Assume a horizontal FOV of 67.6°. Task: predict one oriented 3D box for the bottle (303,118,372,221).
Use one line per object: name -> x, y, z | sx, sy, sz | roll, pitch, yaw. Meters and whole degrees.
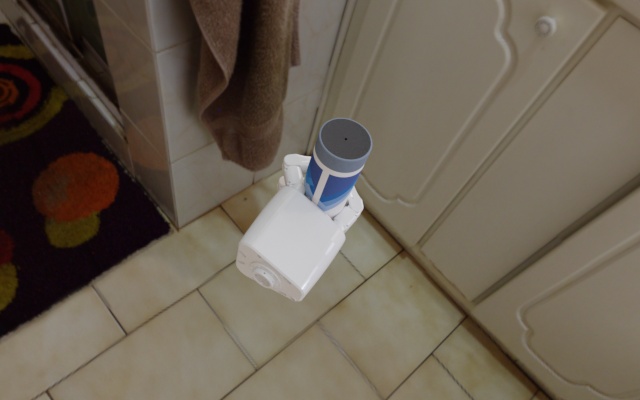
bottle -> 0.000, 0.002, 0.692 | 0.069, 0.069, 0.296 | 0, -31, -14
